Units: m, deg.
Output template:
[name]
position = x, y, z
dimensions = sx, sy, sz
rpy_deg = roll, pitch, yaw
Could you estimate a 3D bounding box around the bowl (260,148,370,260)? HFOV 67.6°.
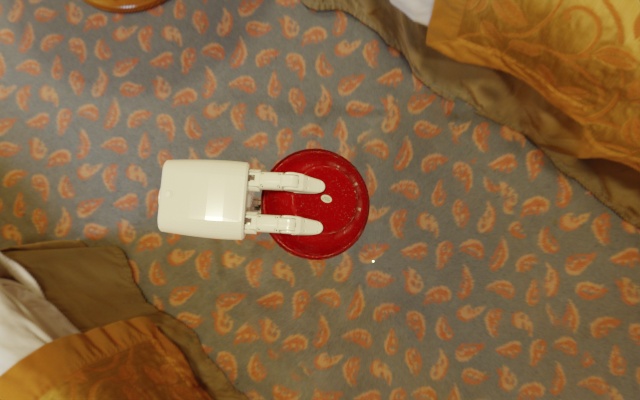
[bowl]
position = 0.001, 0.002, 0.662
dimensions = 0.162, 0.162, 0.055
rpy_deg = 0, -6, -14
